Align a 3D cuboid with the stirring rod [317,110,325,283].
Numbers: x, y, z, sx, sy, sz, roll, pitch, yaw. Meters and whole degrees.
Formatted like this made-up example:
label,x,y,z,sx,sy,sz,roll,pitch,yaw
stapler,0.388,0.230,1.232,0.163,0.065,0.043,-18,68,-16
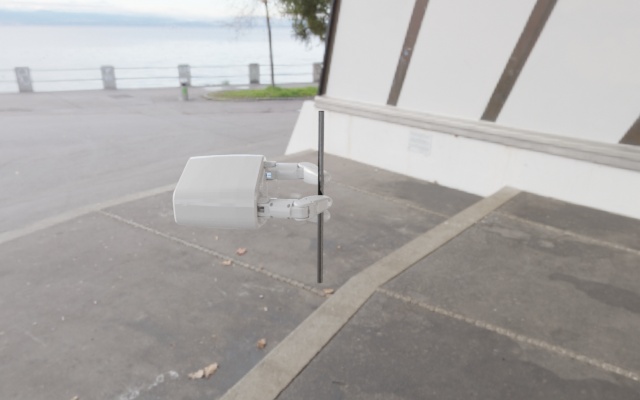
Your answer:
label,x,y,z,sx,sy,sz,roll,pitch,yaw
stirring rod,0.000,0.002,0.633,0.011,0.240,0.011,0,20,0
